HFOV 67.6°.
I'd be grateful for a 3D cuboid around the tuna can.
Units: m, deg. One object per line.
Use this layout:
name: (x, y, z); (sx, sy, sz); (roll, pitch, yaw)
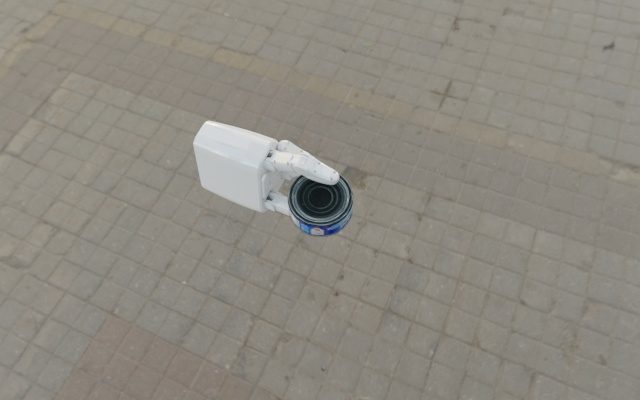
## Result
tuna can: (0.000, 0.002, 0.621); (0.086, 0.086, 0.034); (0, -28, 1)
